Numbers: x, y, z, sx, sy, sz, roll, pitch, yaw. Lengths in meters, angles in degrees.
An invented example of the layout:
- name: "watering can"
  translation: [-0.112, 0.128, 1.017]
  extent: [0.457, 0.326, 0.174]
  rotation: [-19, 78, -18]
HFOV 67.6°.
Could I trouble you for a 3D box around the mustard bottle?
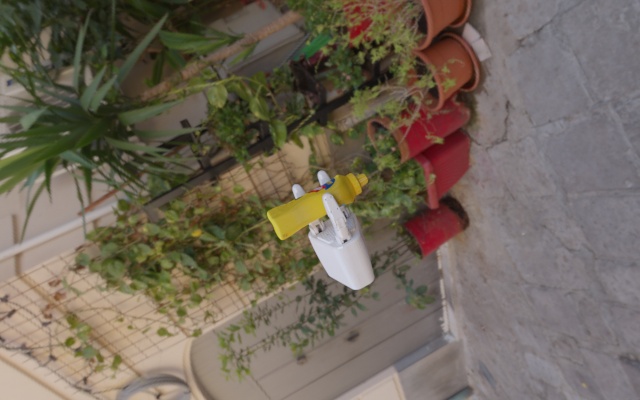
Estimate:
- name: "mustard bottle"
  translation: [0.000, 0.003, 0.863]
  extent: [0.191, 0.058, 0.096]
  rotation: [-28, 3, -8]
